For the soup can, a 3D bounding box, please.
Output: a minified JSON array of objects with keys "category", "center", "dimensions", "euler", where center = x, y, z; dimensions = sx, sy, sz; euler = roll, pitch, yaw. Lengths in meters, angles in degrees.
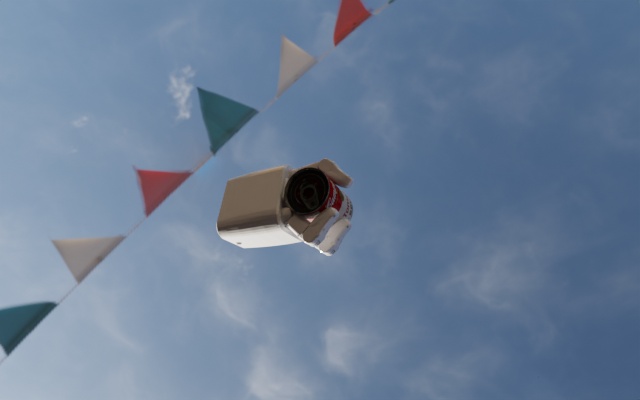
[{"category":"soup can","center":[0.001,0.002,0.693],"dimensions":[0.068,0.068,0.102],"euler":[0,-19,24]}]
